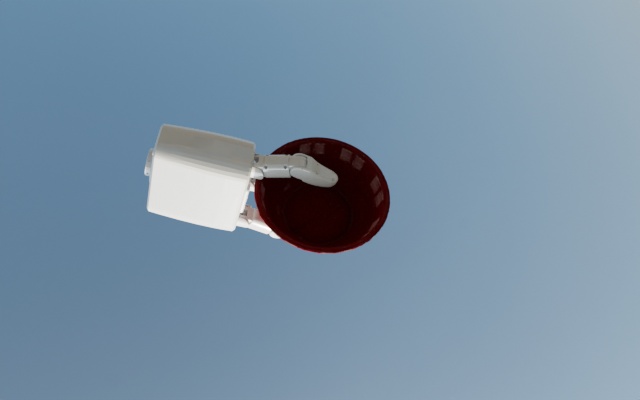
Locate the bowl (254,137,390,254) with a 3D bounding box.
[{"bbox_3d":[0.001,0.003,0.582,0.162,0.162,0.055,0,-32,-8],"label":"bowl"}]
